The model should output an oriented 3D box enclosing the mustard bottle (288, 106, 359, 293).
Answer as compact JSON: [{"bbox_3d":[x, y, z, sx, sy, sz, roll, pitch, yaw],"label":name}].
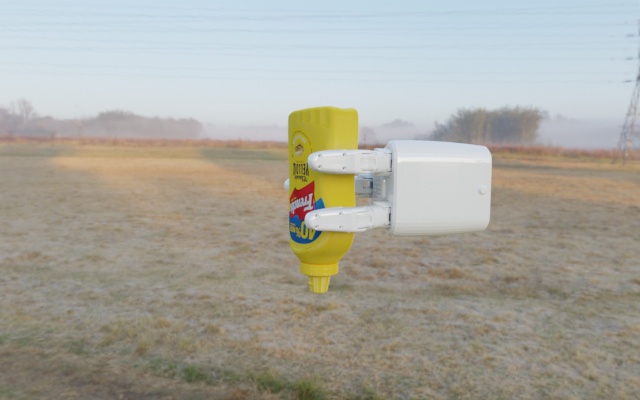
[{"bbox_3d":[0.000,0.001,0.502,0.058,0.191,0.096,-2,5,-32],"label":"mustard bottle"}]
